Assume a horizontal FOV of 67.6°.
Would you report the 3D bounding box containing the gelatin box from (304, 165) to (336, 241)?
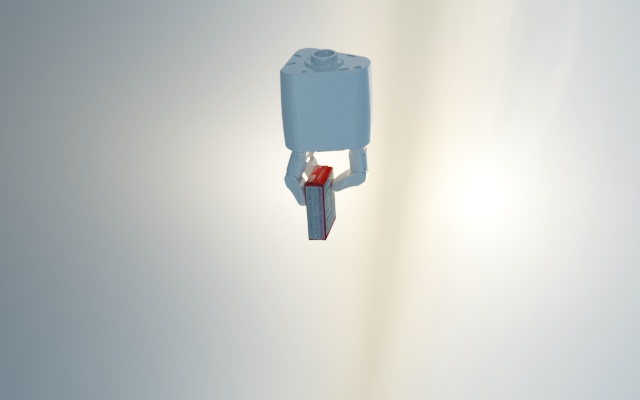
[{"bbox_3d":[0.001,0.003,0.685,0.030,0.089,0.073,2,24,13],"label":"gelatin box"}]
